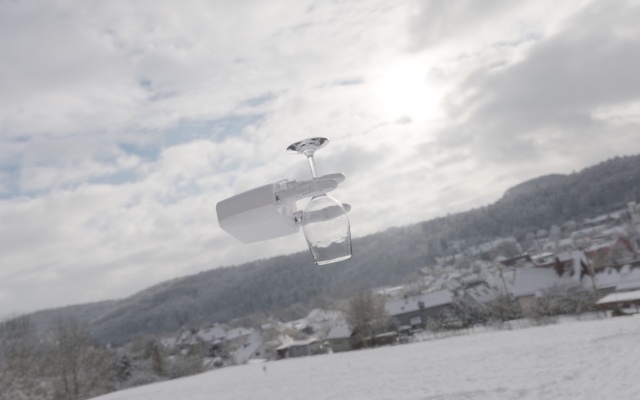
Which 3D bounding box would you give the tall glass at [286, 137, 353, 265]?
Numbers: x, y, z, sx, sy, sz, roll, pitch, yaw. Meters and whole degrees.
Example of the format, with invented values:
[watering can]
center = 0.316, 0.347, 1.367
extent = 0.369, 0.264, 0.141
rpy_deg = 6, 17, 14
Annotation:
[tall glass]
center = 0.000, 0.002, 0.787
extent = 0.079, 0.201, 0.079
rpy_deg = -13, -10, -2
